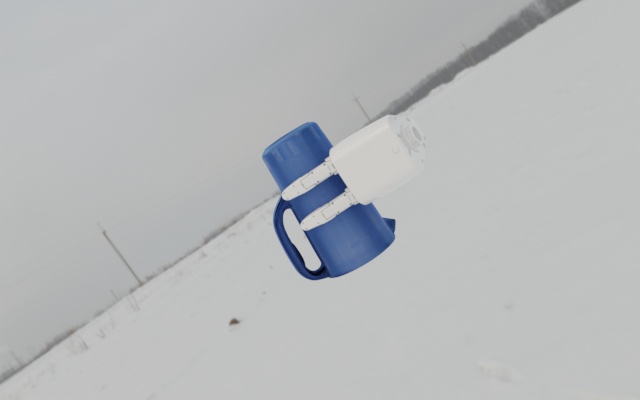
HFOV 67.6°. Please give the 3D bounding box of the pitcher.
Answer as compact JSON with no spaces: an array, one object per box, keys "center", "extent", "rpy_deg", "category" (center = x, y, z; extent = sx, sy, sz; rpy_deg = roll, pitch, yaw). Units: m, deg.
[{"center":[0.000,0.002,0.790],"extent":[0.145,0.243,0.149],"rpy_deg":[-30,5,33],"category":"pitcher"}]
